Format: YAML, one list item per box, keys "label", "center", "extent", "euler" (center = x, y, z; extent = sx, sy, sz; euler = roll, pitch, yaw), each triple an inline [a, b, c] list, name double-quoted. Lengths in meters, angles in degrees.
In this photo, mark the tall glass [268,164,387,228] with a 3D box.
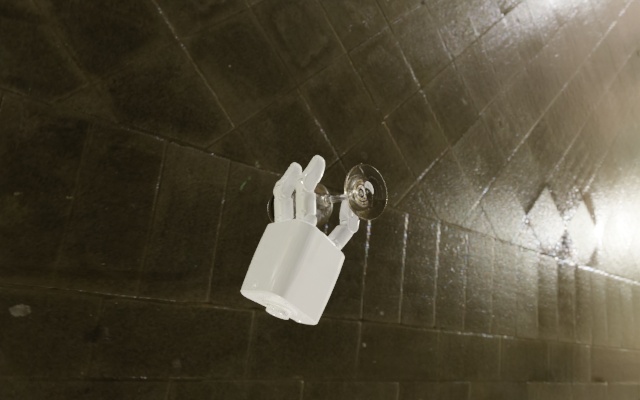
- label: "tall glass"
  center: [0.001, 0.002, 0.698]
  extent: [0.079, 0.079, 0.201]
  euler: [0, -7, -37]
